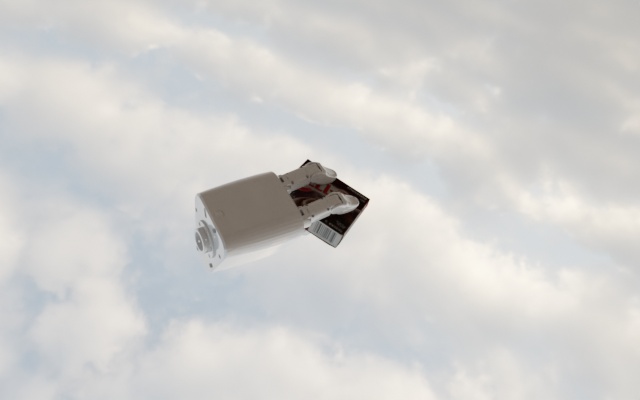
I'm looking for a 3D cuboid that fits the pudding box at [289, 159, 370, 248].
[{"bbox_3d":[0.000,0.002,0.671,0.113,0.039,0.090,35,47,7],"label":"pudding box"}]
